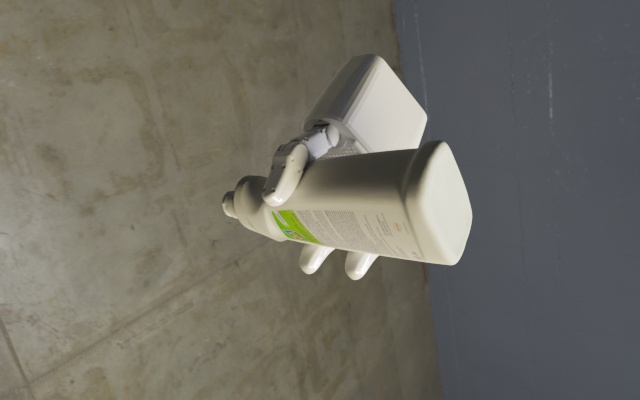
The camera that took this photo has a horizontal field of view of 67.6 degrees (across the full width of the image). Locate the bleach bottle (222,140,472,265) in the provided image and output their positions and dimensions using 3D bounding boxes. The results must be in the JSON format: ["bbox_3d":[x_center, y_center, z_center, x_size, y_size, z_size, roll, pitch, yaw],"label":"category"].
[{"bbox_3d":[0.000,0.002,0.437,0.251,0.068,0.103,2,-40,37],"label":"bleach bottle"}]
